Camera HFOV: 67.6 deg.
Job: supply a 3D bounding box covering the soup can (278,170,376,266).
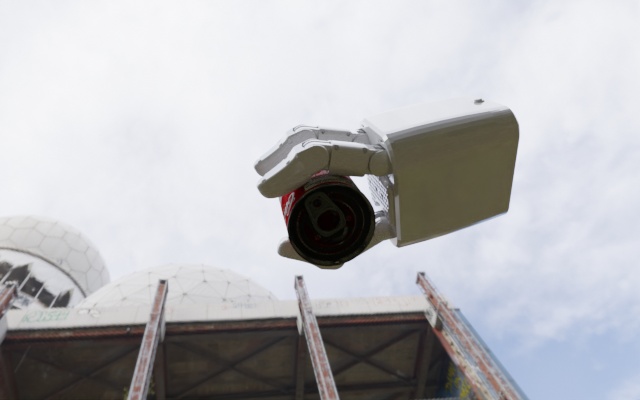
[{"bbox_3d":[0.000,0.001,0.404,0.068,0.068,0.102,0,21,-11],"label":"soup can"}]
